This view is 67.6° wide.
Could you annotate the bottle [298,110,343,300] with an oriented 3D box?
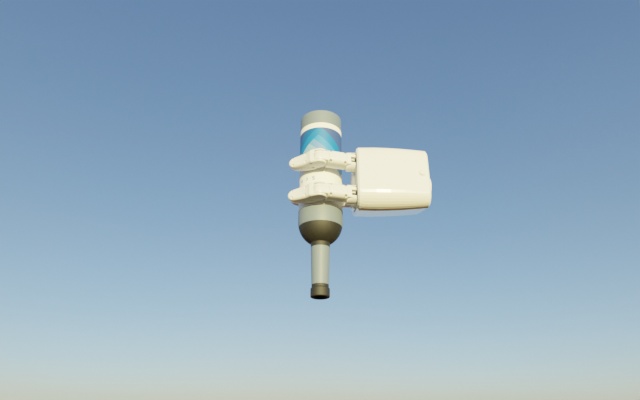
[{"bbox_3d":[0.000,0.002,0.727,0.069,0.295,0.069,0,-25,0],"label":"bottle"}]
